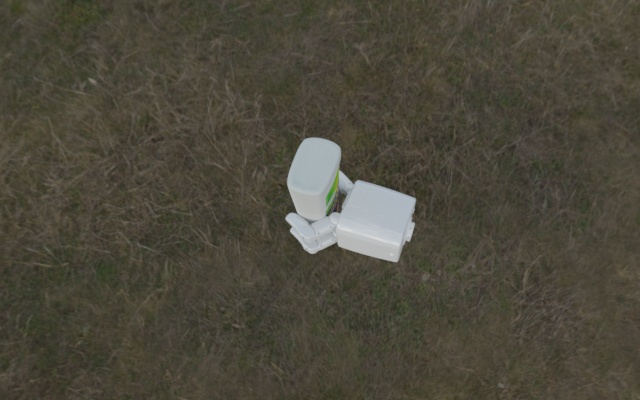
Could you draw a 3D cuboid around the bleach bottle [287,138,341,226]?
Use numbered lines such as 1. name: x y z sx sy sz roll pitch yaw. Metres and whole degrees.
1. bleach bottle: 0.000 0.003 0.822 0.068 0.102 0.251 16 -23 13
